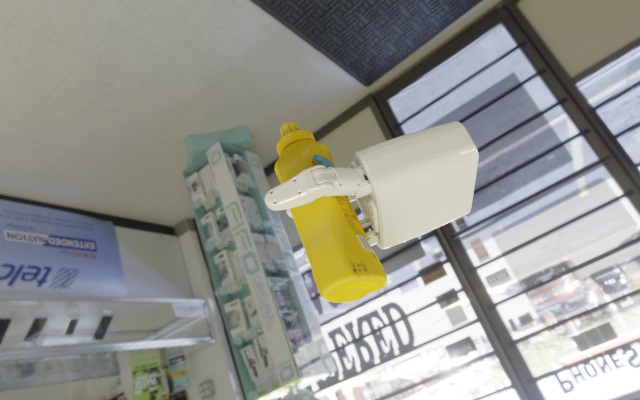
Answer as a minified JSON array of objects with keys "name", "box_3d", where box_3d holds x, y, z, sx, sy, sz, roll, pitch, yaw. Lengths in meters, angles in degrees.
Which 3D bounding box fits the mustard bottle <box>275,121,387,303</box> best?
[{"name":"mustard bottle","box_3d":[0.000,0.002,0.470,0.058,0.191,0.096,-30,-24,17]}]
